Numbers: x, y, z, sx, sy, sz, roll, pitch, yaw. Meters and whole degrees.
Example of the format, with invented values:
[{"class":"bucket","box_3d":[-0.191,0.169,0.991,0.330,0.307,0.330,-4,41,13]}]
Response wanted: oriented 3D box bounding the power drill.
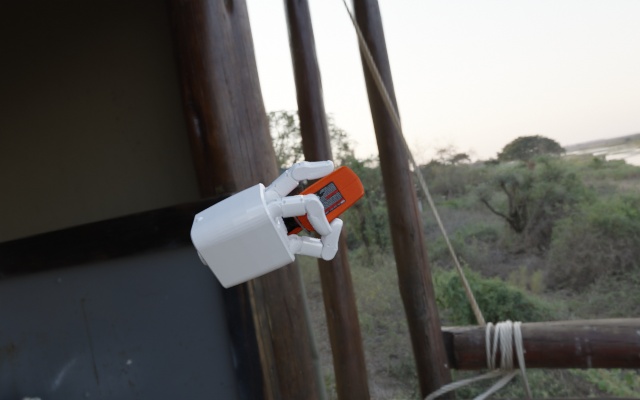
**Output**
[{"class":"power drill","box_3d":[0.000,0.002,0.748,0.184,0.057,0.188,-37,1,-18]}]
